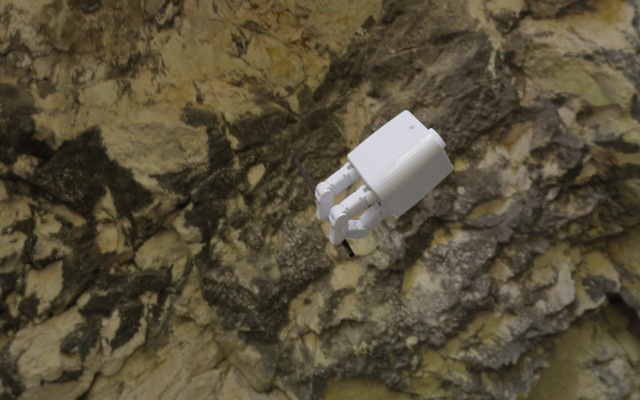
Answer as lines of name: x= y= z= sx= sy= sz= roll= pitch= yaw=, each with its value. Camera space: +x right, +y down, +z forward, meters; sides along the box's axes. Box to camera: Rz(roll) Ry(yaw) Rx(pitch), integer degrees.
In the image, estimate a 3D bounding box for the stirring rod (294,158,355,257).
stirring rod: x=0.000 y=0.002 z=0.735 sx=0.011 sy=0.011 sz=0.239 roll=0 pitch=37 yaw=-26
